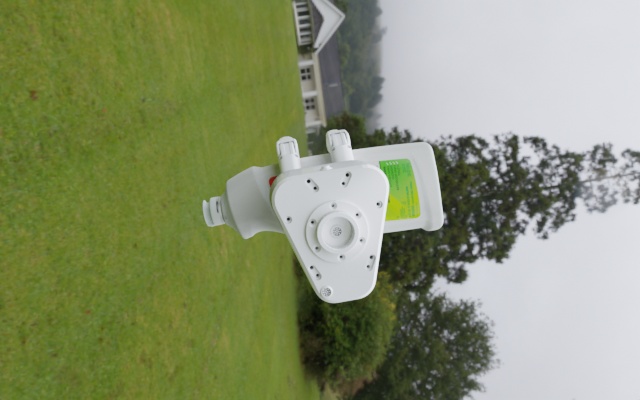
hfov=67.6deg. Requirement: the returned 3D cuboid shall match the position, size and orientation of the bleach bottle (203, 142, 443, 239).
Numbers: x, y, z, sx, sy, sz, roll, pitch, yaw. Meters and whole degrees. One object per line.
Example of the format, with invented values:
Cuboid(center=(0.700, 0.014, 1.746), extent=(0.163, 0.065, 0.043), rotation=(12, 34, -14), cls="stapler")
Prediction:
Cuboid(center=(0.000, 0.002, 0.526), extent=(0.251, 0.102, 0.068), rotation=(-10, 3, -3), cls="bleach bottle")
